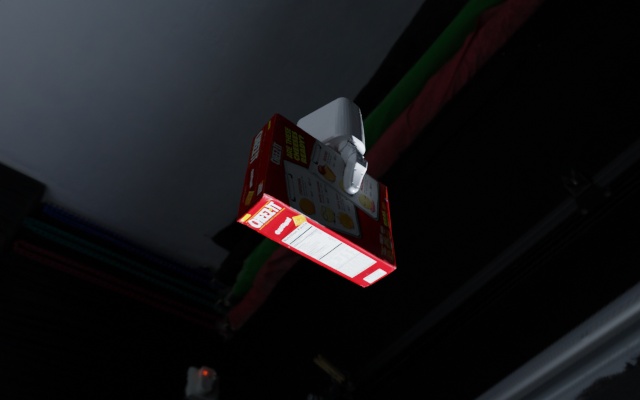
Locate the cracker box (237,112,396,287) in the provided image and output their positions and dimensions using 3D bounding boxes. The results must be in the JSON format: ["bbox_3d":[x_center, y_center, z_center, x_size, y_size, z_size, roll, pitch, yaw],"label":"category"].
[{"bbox_3d":[0.000,0.002,0.655,0.214,0.164,0.072,31,-52,-25],"label":"cracker box"}]
